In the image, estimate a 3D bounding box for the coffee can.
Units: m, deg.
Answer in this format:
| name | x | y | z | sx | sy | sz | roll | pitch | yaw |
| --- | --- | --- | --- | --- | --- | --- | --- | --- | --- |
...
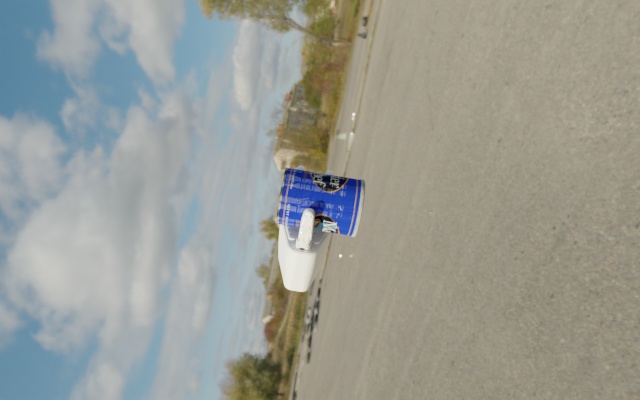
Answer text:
| name | x | y | z | sx | sy | sz | roll | pitch | yaw |
| --- | --- | --- | --- | --- | --- | --- | --- | --- | --- |
| coffee can | 0.000 | 0.003 | 0.841 | 0.140 | 0.103 | 0.103 | 9 | 0 | -2 |
